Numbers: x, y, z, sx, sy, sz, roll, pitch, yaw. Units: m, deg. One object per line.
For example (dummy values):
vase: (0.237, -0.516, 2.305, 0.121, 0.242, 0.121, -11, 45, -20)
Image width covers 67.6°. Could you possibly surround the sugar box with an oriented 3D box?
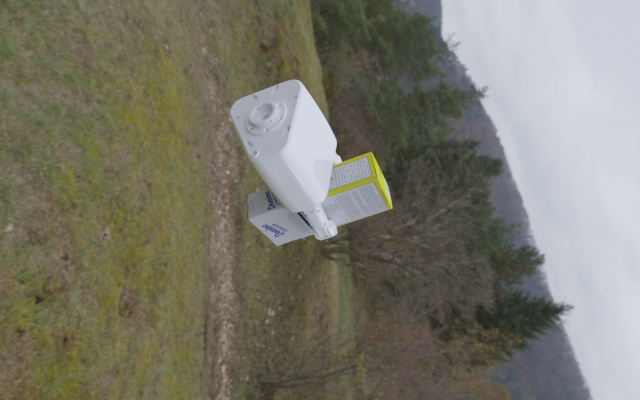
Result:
sugar box: (0.000, 0.002, 0.636, 0.176, 0.048, 0.093, -16, -33, 14)
